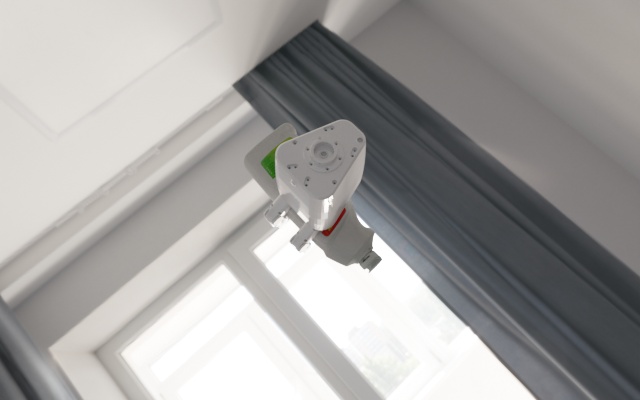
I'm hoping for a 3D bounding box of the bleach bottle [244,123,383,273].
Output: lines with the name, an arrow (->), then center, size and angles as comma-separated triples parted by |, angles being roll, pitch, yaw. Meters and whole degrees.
bleach bottle -> 0.000, 0.002, 0.713 | 0.102, 0.250, 0.068 | -41, -16, -14
